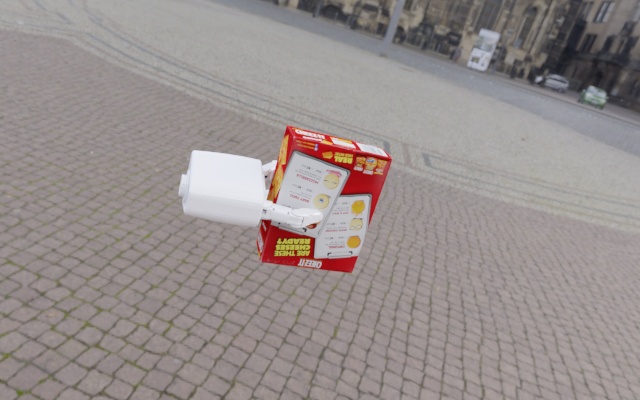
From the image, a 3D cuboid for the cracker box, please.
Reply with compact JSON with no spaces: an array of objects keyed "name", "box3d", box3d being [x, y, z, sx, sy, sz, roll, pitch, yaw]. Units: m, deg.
[{"name":"cracker box","box3d":[0.000,0.002,0.772,0.164,0.214,0.072,10,23,-18]}]
